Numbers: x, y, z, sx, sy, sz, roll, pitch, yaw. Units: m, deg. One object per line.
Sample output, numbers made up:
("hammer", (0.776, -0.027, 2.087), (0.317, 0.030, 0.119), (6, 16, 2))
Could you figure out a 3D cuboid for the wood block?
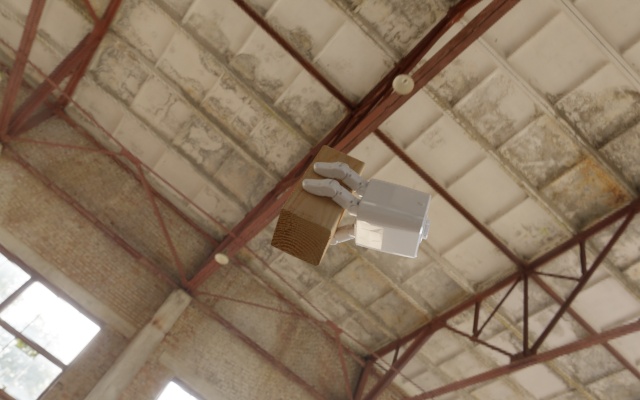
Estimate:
("wood block", (0.000, 0.003, 0.838), (0.090, 0.091, 0.206), (24, 40, 5))
